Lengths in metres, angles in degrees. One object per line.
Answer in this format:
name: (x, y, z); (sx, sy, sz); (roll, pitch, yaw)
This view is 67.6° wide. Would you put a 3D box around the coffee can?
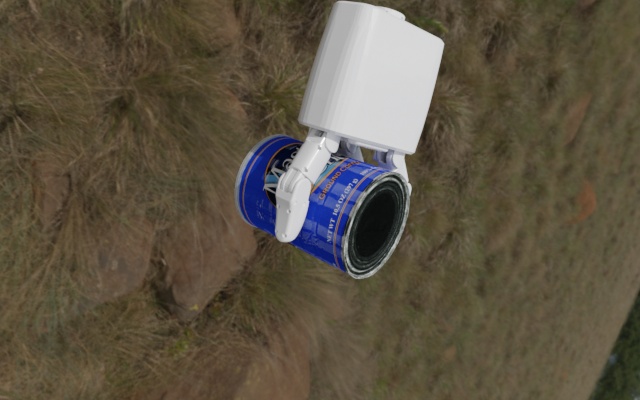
coffee can: (0.000, 0.002, 0.467); (0.140, 0.103, 0.103); (23, 13, 35)
